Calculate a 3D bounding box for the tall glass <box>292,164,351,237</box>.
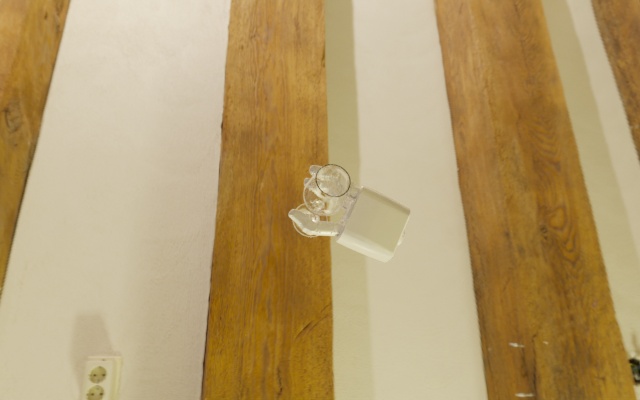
[{"bbox_3d":[0.000,0.003,0.896,0.079,0.079,0.201,0,-22,-13],"label":"tall glass"}]
